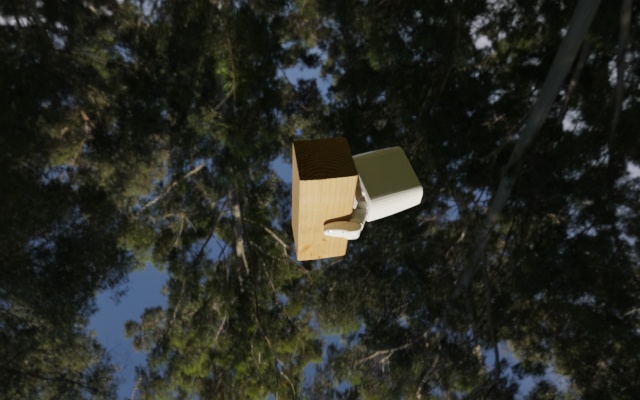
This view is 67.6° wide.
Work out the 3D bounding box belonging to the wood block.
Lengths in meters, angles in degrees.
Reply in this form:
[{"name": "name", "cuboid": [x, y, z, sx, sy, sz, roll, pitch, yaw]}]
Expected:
[{"name": "wood block", "cuboid": [0.001, 0.003, 0.807, 0.090, 0.090, 0.206, -6, -41, -9]}]
